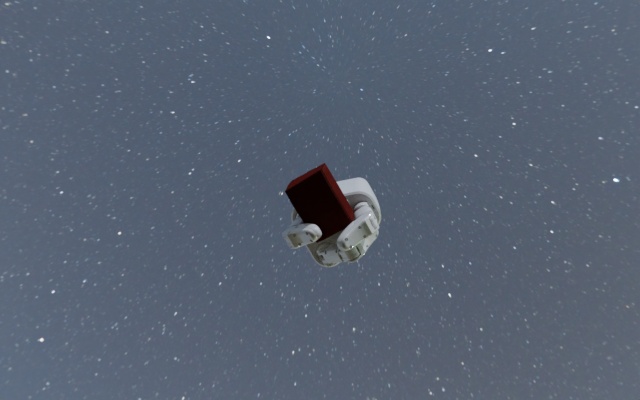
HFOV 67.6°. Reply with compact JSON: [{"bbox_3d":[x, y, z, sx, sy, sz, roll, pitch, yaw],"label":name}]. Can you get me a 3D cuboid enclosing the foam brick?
[{"bbox_3d":[0.000,0.002,0.586,0.053,0.078,0.051,-28,12,12],"label":"foam brick"}]
